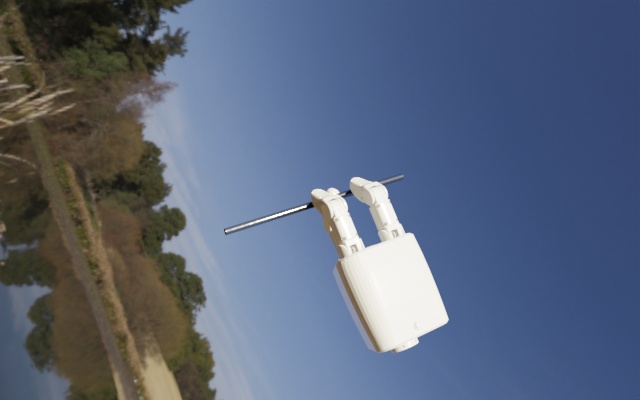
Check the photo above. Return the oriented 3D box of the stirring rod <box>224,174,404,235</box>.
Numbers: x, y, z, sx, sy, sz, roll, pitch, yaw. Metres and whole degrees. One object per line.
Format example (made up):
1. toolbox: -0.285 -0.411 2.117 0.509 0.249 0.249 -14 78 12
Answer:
1. stirring rod: 0.000 0.002 0.576 0.239 0.011 0.011 -17 7 -23
